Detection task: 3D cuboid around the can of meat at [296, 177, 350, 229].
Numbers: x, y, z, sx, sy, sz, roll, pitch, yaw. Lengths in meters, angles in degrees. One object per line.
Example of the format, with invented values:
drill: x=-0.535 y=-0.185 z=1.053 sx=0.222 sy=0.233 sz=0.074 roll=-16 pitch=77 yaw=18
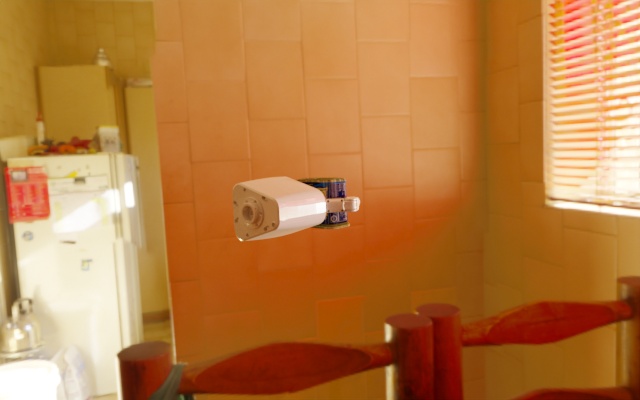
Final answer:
can of meat: x=0.000 y=0.002 z=0.835 sx=0.102 sy=0.084 sz=0.057 roll=3 pitch=8 yaw=45
